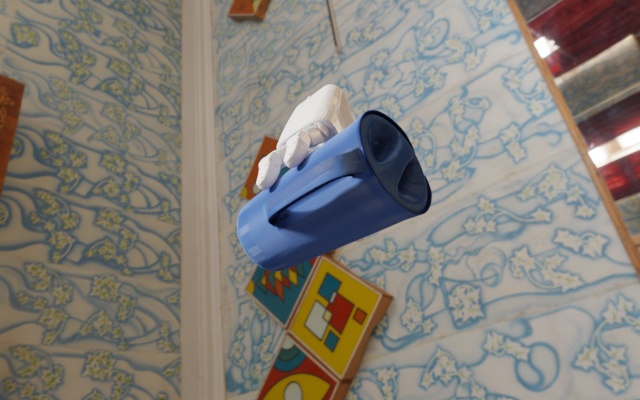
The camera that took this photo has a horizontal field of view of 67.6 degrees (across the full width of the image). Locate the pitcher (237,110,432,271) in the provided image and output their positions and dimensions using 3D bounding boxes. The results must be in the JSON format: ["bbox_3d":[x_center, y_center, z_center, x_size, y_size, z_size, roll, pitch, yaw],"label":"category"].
[{"bbox_3d":[0.000,0.002,0.598,0.243,0.145,0.149,-30,-59,34],"label":"pitcher"}]
